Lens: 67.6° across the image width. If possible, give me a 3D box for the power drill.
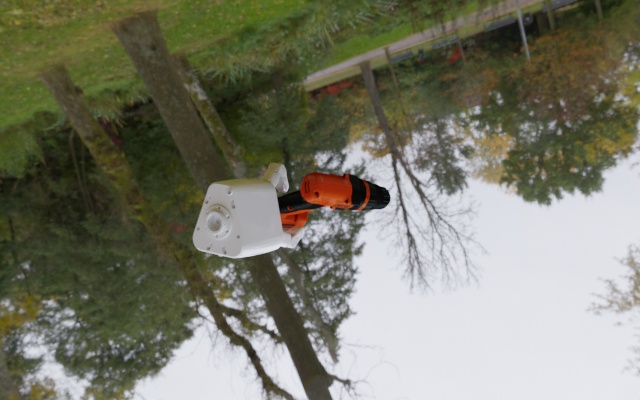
[{"bbox_3d":[0.000,0.003,0.799,0.184,0.057,0.188,10,-21,-43],"label":"power drill"}]
